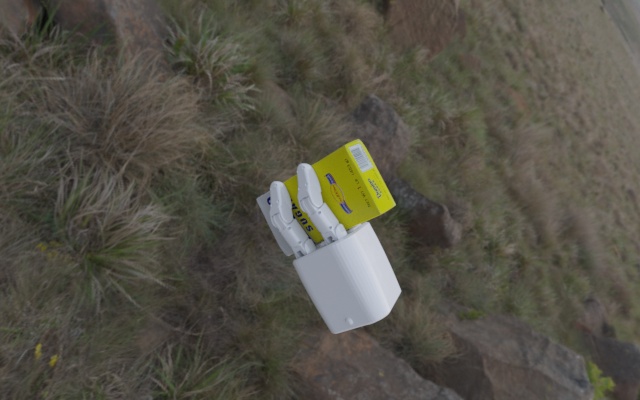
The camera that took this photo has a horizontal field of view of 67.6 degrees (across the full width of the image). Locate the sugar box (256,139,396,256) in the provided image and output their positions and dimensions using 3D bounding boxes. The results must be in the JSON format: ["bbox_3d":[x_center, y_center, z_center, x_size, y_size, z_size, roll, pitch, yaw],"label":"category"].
[{"bbox_3d":[0.000,0.002,0.615,0.176,0.093,0.048,-29,-2,38],"label":"sugar box"}]
